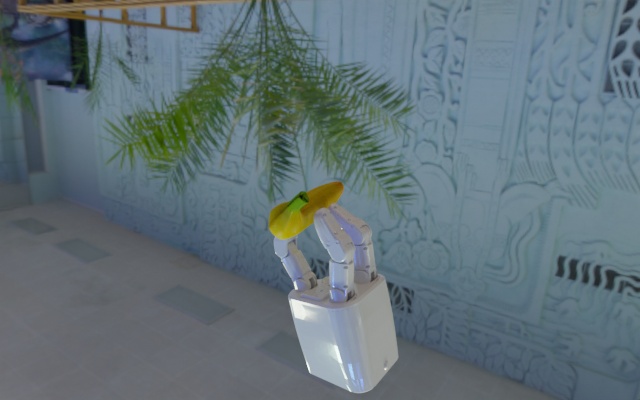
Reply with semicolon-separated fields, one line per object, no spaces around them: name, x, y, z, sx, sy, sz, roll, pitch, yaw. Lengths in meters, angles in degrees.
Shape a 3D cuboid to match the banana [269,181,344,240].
banana;-0.017;0.011;0.536;0.069;0.037;0.198;-28;1;13
